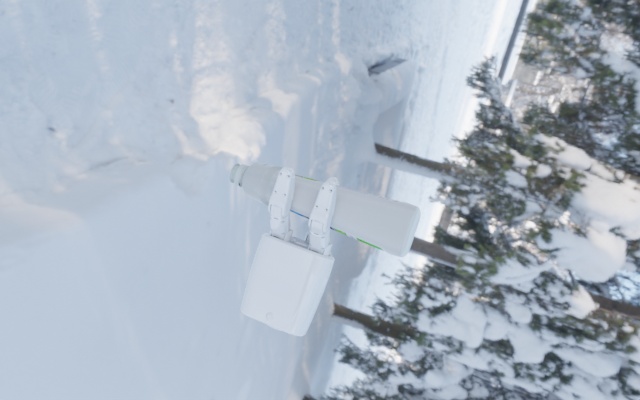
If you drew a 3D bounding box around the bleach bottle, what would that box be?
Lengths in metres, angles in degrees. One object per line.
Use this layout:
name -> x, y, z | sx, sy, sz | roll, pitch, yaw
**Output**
bleach bottle -> 0.000, 0.002, 0.625 | 0.251, 0.068, 0.102 | 19, -1, 16
